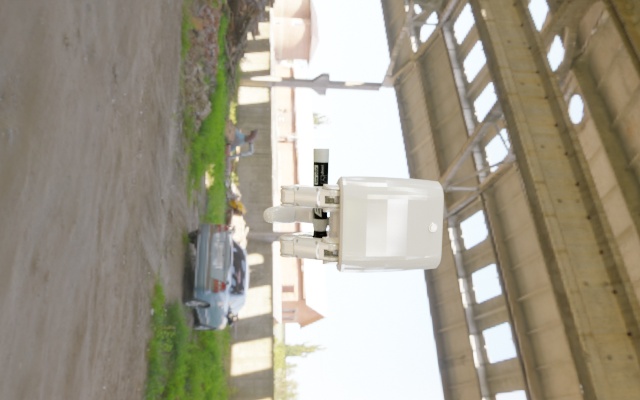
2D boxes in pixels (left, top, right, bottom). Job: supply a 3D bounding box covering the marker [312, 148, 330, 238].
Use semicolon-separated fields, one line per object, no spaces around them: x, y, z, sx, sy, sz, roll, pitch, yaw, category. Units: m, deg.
0.000;0.002;0.538;0.020;0.121;0.020;1;6;0;marker
